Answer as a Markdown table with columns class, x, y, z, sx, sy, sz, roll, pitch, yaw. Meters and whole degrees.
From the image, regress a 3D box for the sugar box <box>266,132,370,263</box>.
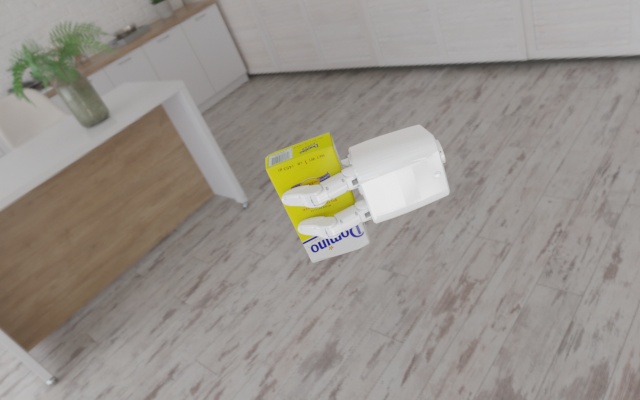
| class | x | y | z | sx | sy | sz | roll | pitch | yaw |
| --- | --- | --- | --- | --- | --- | --- | --- | --- | --- |
| sugar box | 0.000 | 0.002 | 0.659 | 0.093 | 0.176 | 0.048 | -19 | 33 | 8 |
